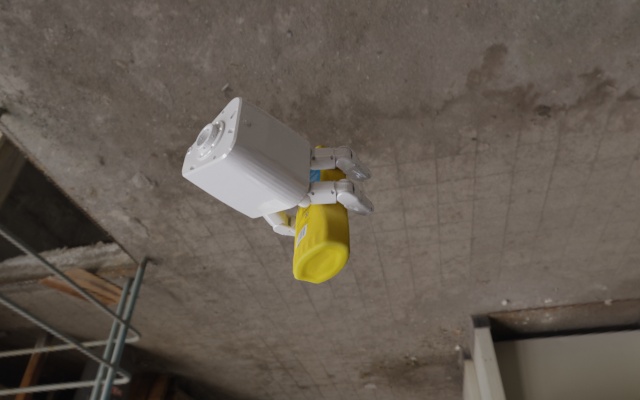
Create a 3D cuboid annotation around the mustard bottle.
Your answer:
[{"bbox_3d":[0.000,0.002,0.614,0.058,0.191,0.096,14,-41,-17],"label":"mustard bottle"}]
